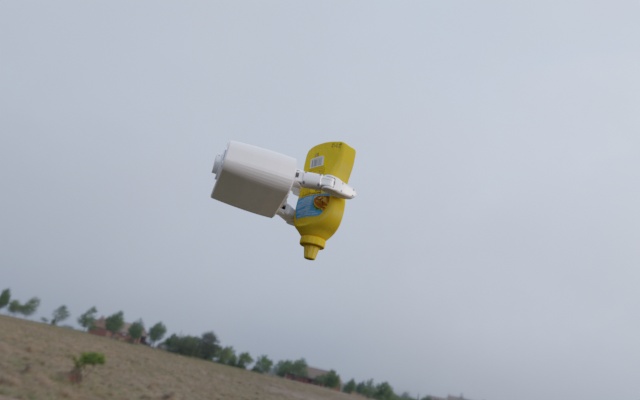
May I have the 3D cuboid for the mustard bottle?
[{"bbox_3d":[0.000,0.002,0.773,0.058,0.191,0.096,28,-25,-38],"label":"mustard bottle"}]
